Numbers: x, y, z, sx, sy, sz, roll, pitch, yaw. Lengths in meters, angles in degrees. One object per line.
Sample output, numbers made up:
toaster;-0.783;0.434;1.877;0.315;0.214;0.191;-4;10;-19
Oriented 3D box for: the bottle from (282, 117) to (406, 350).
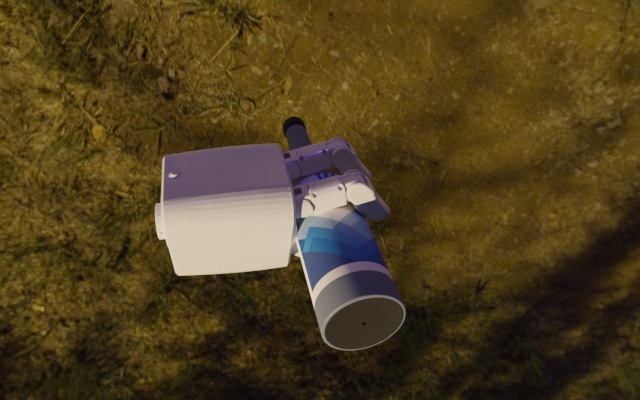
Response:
bottle;0.000;0.002;0.468;0.069;0.069;0.295;0;38;-17
